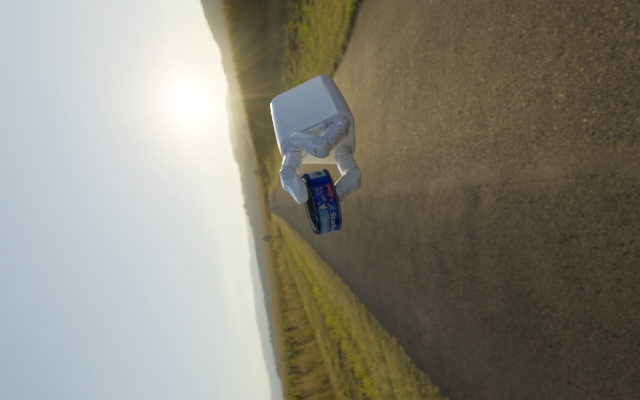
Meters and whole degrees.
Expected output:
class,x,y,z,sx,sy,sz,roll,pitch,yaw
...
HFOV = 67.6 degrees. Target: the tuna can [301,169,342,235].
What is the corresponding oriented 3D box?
class,x,y,z,sx,sy,sz,roll,pitch,yaw
tuna can,0.000,0.002,0.648,0.034,0.086,0.086,-13,2,-10
